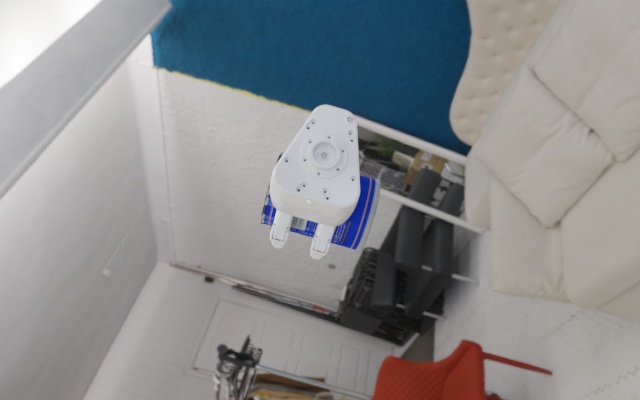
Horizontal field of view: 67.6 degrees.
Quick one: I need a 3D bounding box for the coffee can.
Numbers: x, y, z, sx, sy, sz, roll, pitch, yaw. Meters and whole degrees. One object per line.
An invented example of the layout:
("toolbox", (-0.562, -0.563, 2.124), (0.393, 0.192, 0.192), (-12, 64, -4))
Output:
("coffee can", (0.000, 0.002, 0.655), (0.140, 0.103, 0.103), (16, 0, -1))
